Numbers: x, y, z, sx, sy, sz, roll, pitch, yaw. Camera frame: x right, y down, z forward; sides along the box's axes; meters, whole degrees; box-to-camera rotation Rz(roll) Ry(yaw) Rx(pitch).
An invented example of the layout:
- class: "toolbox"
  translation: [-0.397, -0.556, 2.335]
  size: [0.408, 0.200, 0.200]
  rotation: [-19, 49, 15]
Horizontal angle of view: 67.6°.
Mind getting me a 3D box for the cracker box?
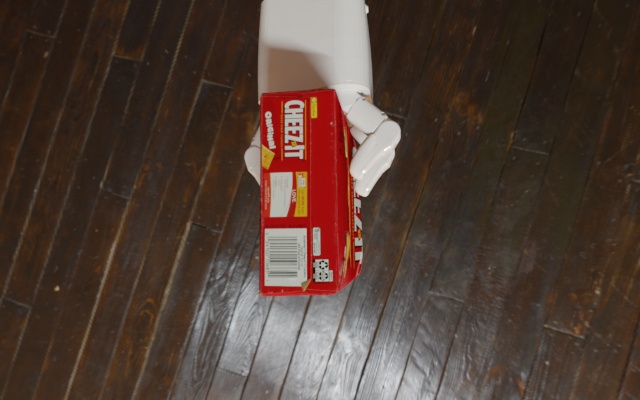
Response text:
- class: "cracker box"
  translation: [0.000, 0.002, 0.474]
  size: [0.072, 0.164, 0.214]
  rotation: [-2, -5, 9]
